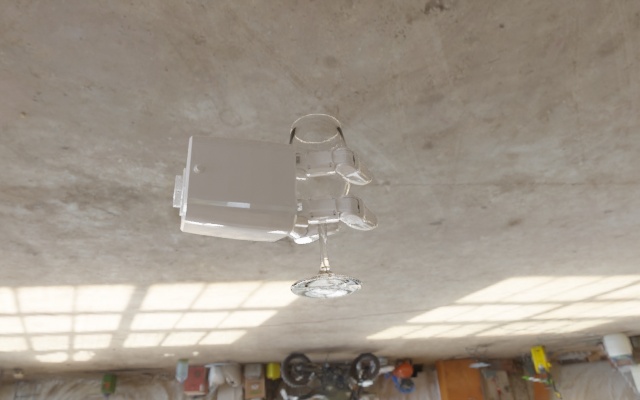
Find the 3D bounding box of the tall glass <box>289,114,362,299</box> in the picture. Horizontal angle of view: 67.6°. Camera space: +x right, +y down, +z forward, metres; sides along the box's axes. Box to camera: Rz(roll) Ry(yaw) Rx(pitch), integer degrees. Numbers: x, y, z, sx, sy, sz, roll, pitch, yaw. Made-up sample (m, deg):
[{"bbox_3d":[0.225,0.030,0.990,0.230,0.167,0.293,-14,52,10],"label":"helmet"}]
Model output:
[{"bbox_3d":[0.000,0.002,0.534,0.079,0.201,0.079,-3,-27,-1],"label":"tall glass"}]
